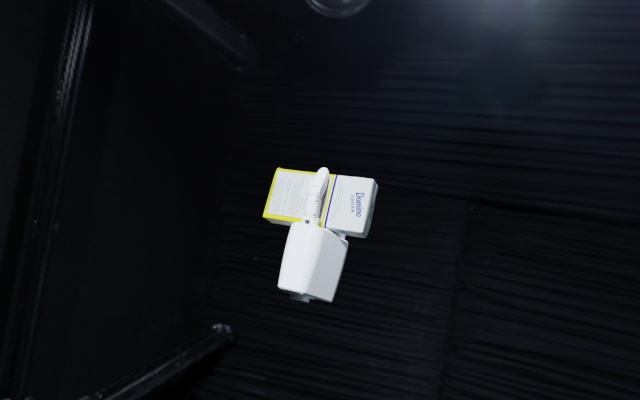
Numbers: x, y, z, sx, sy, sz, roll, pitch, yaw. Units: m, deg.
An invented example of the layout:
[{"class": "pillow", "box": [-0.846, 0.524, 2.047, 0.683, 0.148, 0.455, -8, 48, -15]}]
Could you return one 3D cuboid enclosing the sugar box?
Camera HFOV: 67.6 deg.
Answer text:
[{"class": "sugar box", "box": [0.000, 0.003, 0.798, 0.176, 0.093, 0.048, 9, -15, 19]}]
